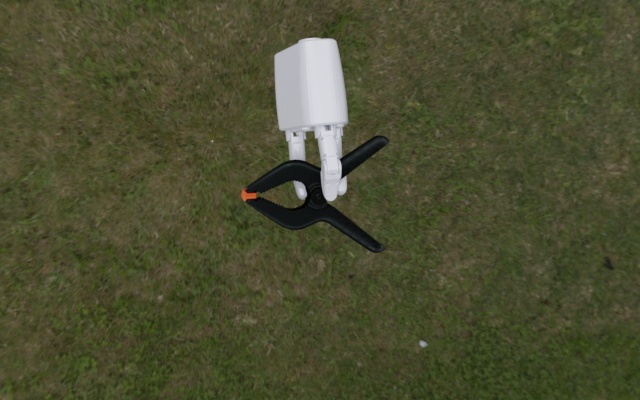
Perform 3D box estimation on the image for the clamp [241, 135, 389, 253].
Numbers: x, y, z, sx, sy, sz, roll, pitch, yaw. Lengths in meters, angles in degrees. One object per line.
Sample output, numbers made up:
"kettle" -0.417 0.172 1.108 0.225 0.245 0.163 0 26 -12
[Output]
"clamp" 0.000 0.002 0.652 0.210 0.164 0.036 -7 7 -12
